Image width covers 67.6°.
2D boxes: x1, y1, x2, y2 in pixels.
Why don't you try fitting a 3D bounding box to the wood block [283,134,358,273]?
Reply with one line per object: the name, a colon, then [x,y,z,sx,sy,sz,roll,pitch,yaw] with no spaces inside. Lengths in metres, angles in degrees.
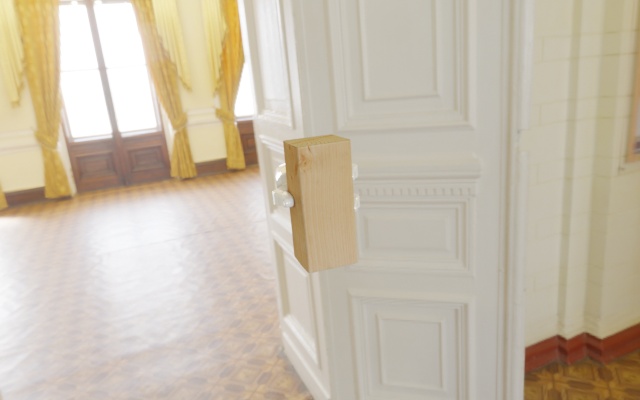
wood block: [0.000,0.002,0.791,0.091,0.206,0.090,-10,16,-17]
